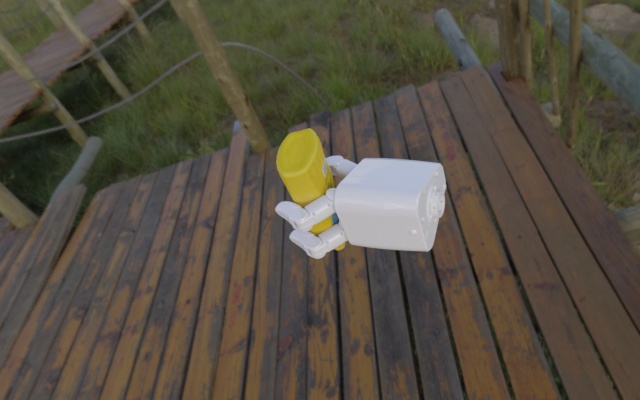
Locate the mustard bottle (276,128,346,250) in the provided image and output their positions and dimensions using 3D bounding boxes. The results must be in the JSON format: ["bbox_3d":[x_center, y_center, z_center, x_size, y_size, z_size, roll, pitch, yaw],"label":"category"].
[{"bbox_3d":[0.000,0.002,0.661,0.058,0.192,0.096,-13,41,13],"label":"mustard bottle"}]
